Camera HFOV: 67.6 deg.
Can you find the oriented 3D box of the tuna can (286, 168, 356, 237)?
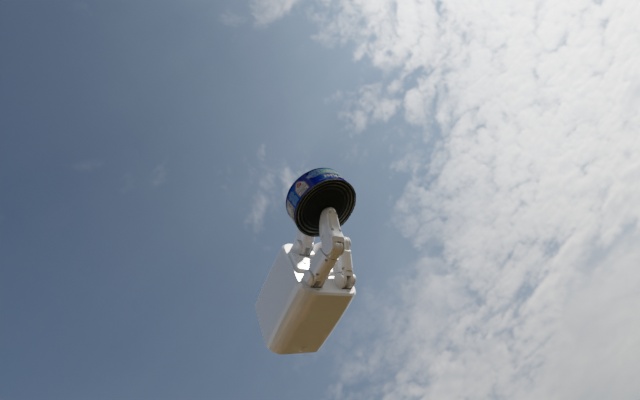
[{"bbox_3d":[0.000,0.002,0.604,0.086,0.086,0.033,0,33,-33],"label":"tuna can"}]
